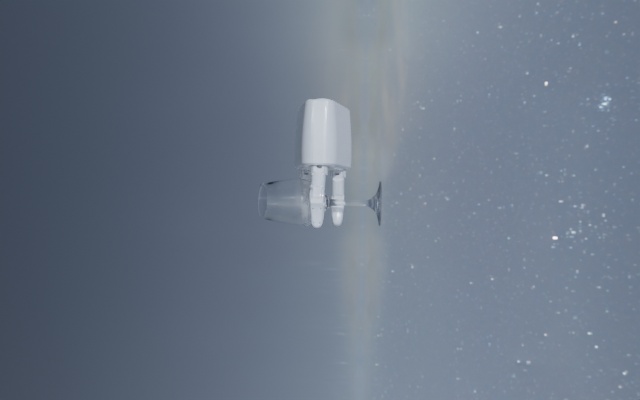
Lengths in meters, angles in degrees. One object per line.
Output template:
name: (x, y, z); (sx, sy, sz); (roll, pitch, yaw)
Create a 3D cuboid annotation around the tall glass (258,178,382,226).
tall glass: (0.001, 0.003, 0.799); (0.201, 0.079, 0.079); (1, 0, 5)
